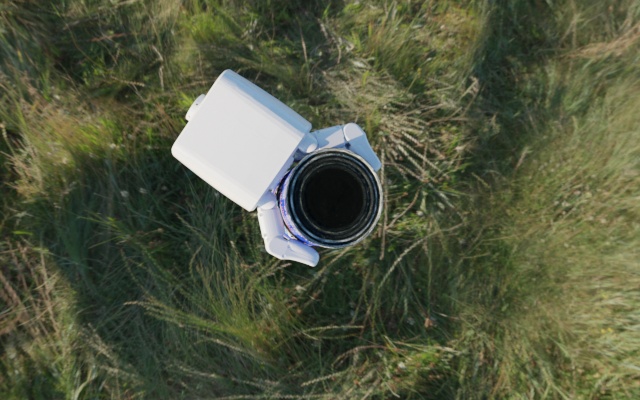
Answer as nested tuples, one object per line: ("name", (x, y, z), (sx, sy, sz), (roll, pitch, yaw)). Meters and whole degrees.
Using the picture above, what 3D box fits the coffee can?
("coffee can", (0.000, 0.002, 0.547), (0.103, 0.103, 0.140), (0, -4, -13))
